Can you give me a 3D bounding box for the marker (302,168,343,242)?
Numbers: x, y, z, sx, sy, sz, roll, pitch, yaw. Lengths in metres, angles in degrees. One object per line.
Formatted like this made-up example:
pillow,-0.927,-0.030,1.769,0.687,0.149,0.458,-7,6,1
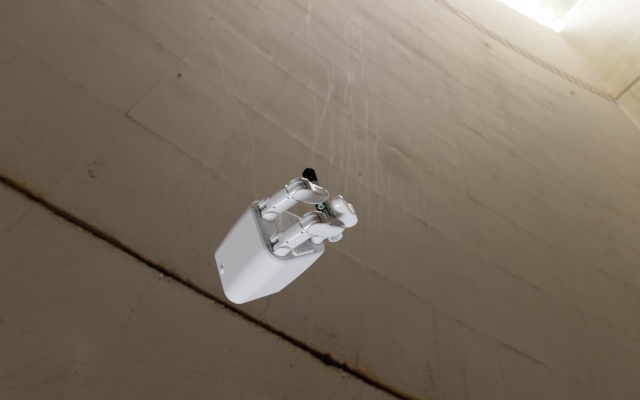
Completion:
marker,0.000,0.002,0.642,0.020,0.121,0.020,-15,-35,-11
